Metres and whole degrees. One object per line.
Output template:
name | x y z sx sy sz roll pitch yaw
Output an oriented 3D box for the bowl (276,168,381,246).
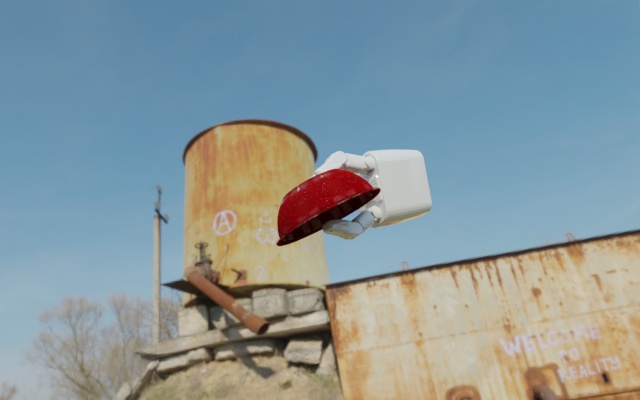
bowl | -0.001 0.002 0.657 0.162 0.055 0.162 -28 -9 -5
